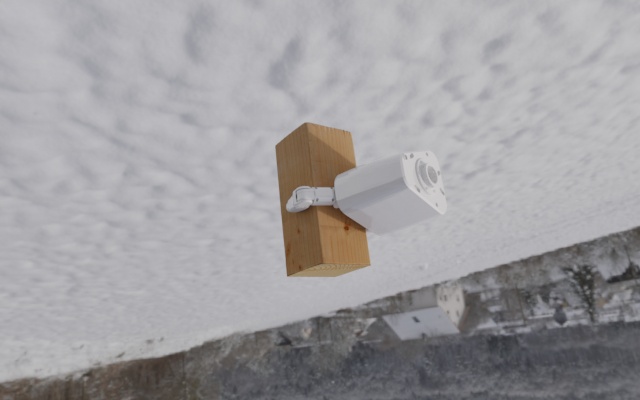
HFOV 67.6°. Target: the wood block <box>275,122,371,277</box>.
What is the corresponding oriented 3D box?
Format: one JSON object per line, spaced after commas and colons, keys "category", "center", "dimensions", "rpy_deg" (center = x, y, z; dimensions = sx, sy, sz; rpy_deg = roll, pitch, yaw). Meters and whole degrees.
{"category": "wood block", "center": [0.000, 0.002, 0.704], "dimensions": [0.091, 0.206, 0.090], "rpy_deg": [7, -22, -36]}
